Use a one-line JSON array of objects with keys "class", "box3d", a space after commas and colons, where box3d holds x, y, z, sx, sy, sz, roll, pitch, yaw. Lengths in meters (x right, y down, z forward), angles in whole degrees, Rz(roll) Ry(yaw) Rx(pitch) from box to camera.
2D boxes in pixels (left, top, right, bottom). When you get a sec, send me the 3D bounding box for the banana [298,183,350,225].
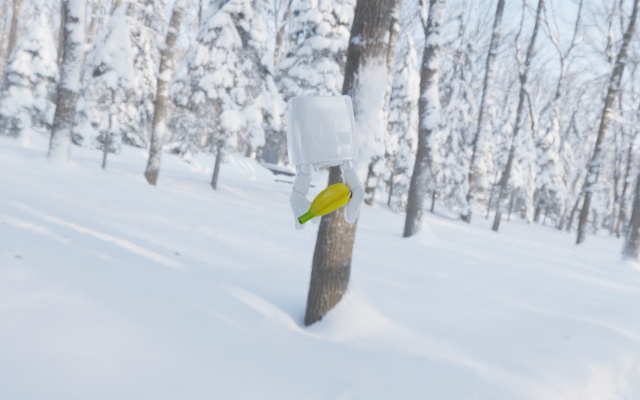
[{"class": "banana", "box3d": [0.016, -0.004, 0.775, 0.069, 0.037, 0.198, -22, 1, 16]}]
